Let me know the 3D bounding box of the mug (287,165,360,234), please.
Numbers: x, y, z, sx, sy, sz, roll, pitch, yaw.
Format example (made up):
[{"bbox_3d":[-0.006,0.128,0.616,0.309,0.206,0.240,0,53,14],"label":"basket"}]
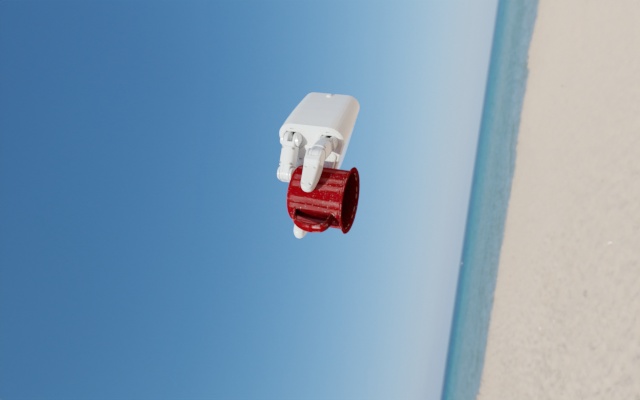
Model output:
[{"bbox_3d":[-0.001,0.003,0.659,0.081,0.093,0.117,9,43,18],"label":"mug"}]
